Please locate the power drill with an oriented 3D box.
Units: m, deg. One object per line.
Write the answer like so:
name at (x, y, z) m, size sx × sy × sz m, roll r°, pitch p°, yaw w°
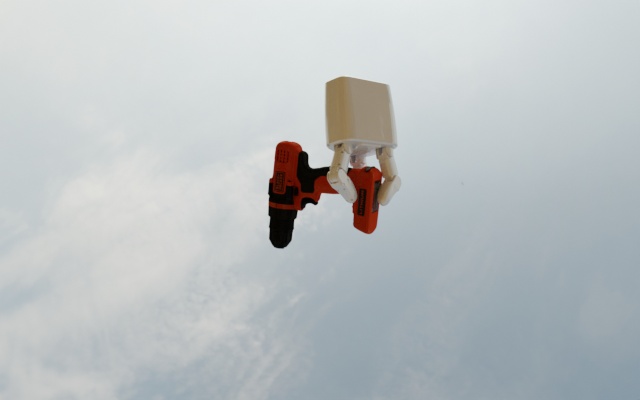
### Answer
power drill at (0.001, 0.002, 0.781) m, size 0.187 × 0.184 × 0.057 m, roll 9°, pitch 12°, yaw 21°
